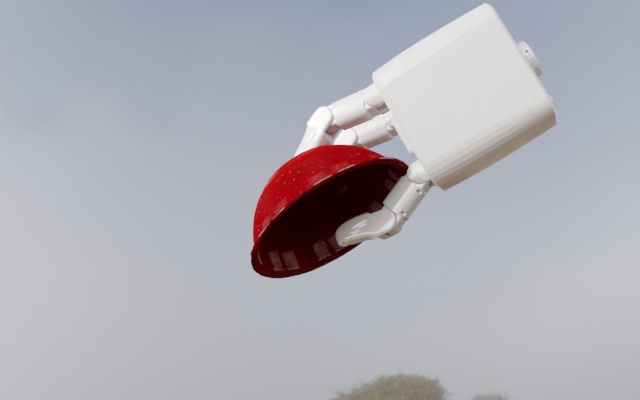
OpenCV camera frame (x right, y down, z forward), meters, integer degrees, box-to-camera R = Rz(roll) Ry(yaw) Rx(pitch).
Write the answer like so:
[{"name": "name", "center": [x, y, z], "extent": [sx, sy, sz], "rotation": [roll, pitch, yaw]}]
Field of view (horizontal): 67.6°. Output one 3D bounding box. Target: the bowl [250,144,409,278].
[{"name": "bowl", "center": [-0.001, 0.002, 0.430], "extent": [0.162, 0.055, 0.162], "rotation": [-27, -27, -15]}]
